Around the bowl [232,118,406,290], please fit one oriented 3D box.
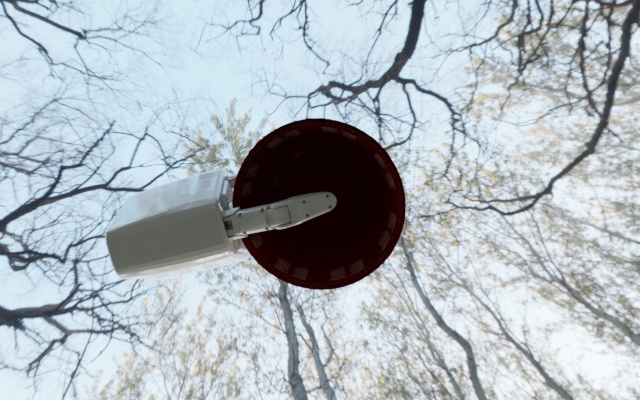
[{"bbox_3d":[0.001,0.001,0.465,0.162,0.162,0.055,0,10,7],"label":"bowl"}]
